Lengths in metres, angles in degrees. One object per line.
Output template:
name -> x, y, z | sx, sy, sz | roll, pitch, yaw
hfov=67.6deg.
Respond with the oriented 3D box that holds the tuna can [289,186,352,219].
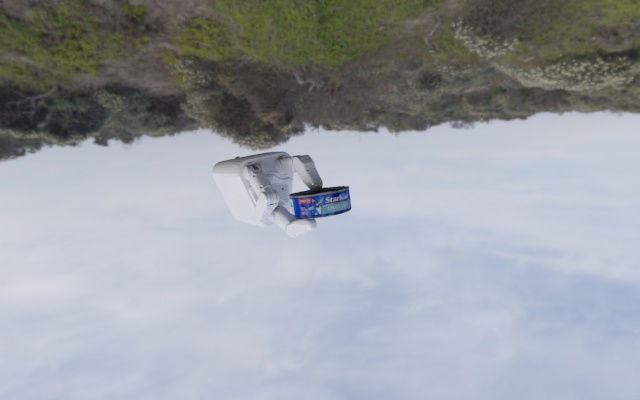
tuna can -> 0.000, 0.003, 0.669 | 0.086, 0.034, 0.086 | -8, 6, 1
